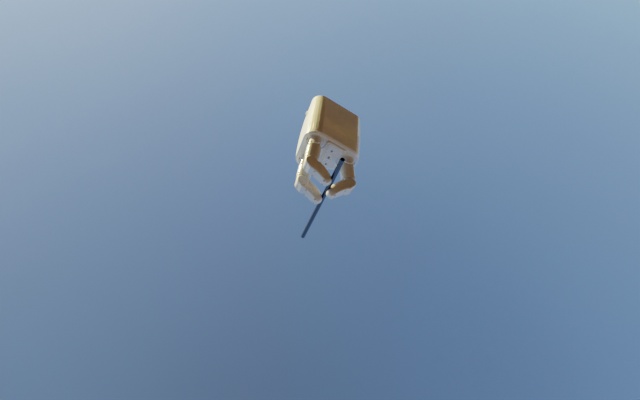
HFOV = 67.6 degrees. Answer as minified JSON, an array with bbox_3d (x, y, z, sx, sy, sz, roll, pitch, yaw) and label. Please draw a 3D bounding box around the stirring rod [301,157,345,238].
[{"bbox_3d":[0.000,0.003,0.851,0.011,0.011,0.240,0,-34,-21],"label":"stirring rod"}]
